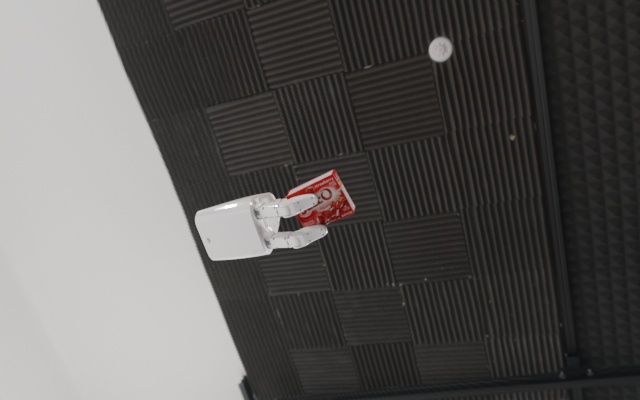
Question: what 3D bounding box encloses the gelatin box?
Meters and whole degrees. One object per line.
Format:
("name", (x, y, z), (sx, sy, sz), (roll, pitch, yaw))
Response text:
("gelatin box", (0.000, 0.002, 0.763), (0.089, 0.073, 0.030), (-25, 16, 17))
